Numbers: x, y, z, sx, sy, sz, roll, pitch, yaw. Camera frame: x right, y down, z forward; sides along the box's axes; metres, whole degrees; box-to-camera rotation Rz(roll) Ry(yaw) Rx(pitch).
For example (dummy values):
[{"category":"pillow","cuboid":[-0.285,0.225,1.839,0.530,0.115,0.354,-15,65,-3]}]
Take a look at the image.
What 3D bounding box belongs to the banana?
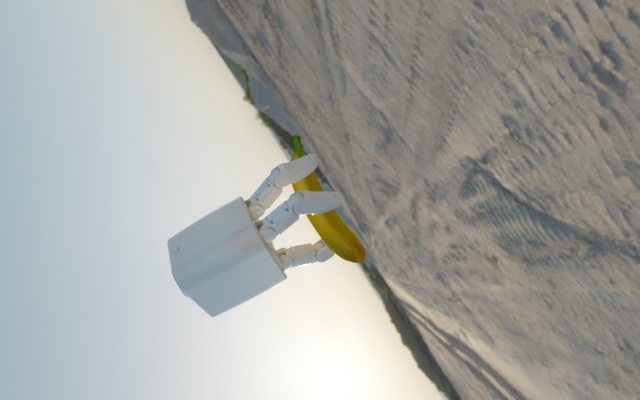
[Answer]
[{"category":"banana","cuboid":[0.000,0.009,0.598,0.037,0.197,0.070,-25,-31,-10]}]
